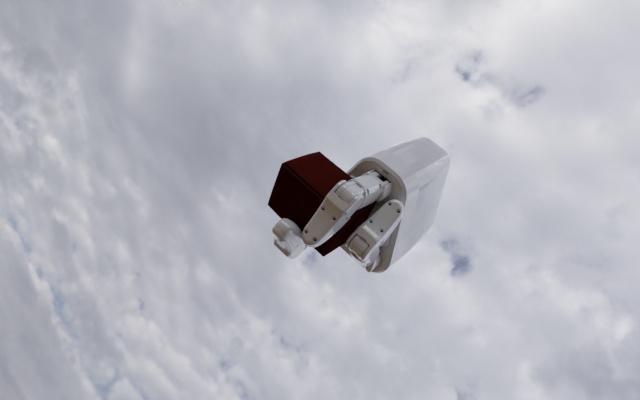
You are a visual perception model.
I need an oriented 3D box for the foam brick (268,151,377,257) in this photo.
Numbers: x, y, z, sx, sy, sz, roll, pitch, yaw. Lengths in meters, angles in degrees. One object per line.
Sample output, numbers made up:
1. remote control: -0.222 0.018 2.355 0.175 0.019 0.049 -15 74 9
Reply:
1. foam brick: 0.000 0.001 0.438 0.078 0.053 0.051 42 40 19
